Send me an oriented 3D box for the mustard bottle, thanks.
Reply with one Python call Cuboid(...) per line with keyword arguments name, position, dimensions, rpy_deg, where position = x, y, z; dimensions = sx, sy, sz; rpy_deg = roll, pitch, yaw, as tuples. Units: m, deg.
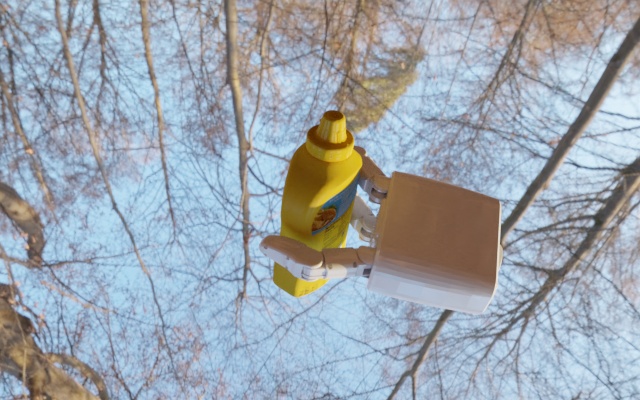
Cuboid(name="mustard bottle", position=(0.000, 0.002, 0.452), dimensions=(0.058, 0.192, 0.096), rpy_deg=(30, 46, 21))
